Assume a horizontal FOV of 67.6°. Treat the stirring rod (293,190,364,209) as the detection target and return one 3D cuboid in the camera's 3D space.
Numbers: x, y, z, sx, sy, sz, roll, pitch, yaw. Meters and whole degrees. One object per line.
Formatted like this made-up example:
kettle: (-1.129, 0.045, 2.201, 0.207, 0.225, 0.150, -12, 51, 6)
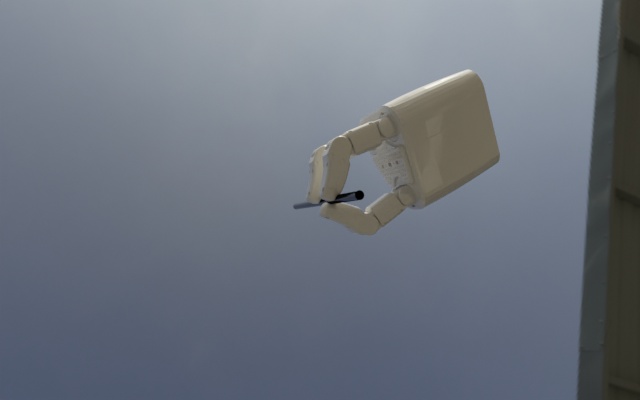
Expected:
stirring rod: (0.000, 0.002, 0.500, 0.011, 0.011, 0.239, 0, -3, -15)
